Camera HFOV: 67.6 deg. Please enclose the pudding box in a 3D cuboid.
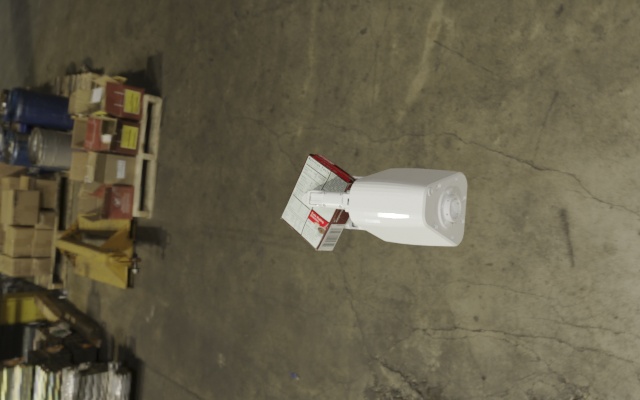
[{"bbox_3d":[0.000,0.002,0.683,0.039,0.113,0.090,5,27,-48],"label":"pudding box"}]
